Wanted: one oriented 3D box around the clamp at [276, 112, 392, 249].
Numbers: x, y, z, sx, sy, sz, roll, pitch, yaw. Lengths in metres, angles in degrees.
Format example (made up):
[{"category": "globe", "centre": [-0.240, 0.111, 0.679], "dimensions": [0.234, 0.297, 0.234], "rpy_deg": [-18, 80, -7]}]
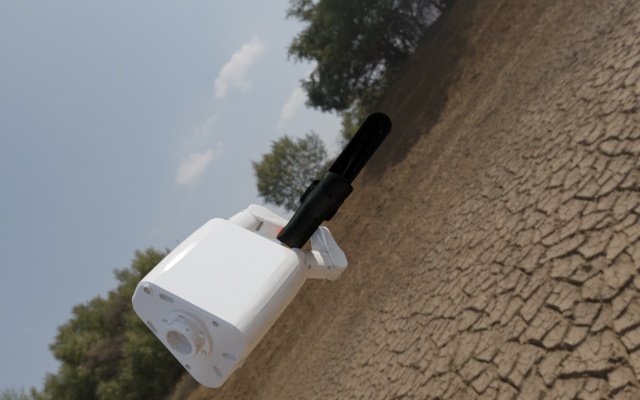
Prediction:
[{"category": "clamp", "centre": [0.000, 0.001, 0.443], "dimensions": [0.039, 0.171, 0.120], "rpy_deg": [38, 36, 4]}]
